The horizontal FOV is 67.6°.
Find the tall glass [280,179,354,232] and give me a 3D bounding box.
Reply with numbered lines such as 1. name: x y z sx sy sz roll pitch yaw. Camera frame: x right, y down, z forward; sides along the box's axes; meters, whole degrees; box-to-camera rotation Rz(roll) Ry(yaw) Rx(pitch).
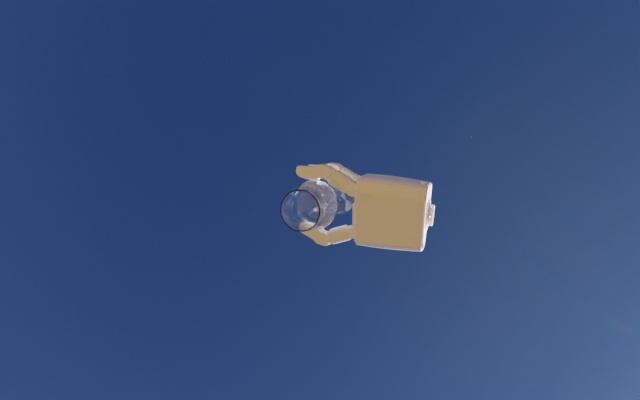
1. tall glass: 0.000 0.003 0.778 0.079 0.079 0.201 0 7 18
